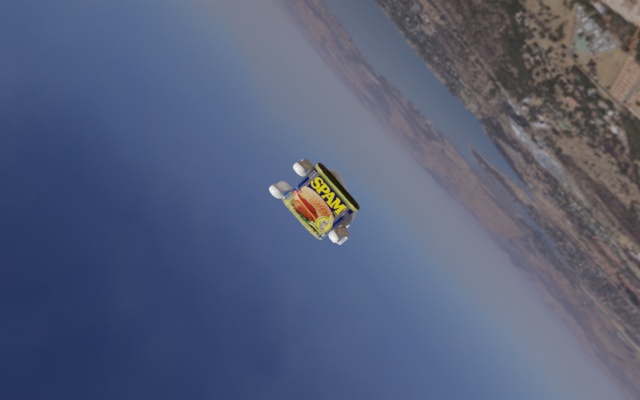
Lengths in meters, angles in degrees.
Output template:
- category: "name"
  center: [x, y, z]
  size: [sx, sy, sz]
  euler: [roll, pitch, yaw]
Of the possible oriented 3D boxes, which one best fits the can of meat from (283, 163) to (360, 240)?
- category: "can of meat"
  center: [0.000, 0.003, 0.793]
  size: [0.084, 0.102, 0.057]
  euler: [-41, 2, 12]
